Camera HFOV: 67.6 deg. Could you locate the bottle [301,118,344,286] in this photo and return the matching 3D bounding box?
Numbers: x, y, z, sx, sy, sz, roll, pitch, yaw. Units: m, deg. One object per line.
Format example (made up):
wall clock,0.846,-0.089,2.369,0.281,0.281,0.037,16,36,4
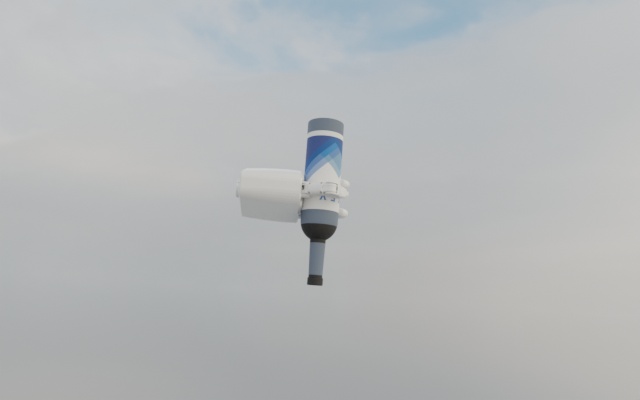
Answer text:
bottle,0.000,0.003,0.854,0.069,0.295,0.069,4,-11,1
